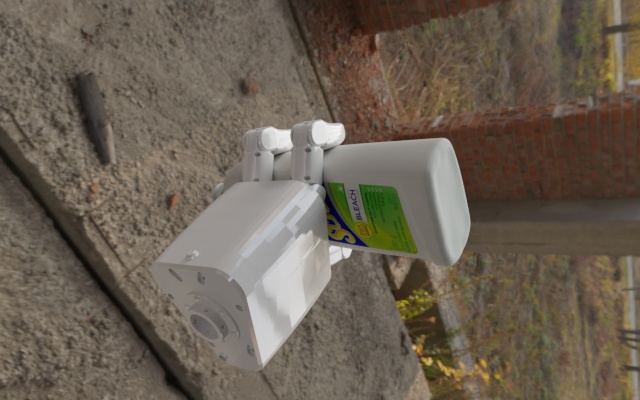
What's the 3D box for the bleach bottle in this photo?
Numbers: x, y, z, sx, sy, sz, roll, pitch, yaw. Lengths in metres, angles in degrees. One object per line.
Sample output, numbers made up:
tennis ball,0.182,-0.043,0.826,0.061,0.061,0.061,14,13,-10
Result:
bleach bottle,0.000,0.001,0.442,0.251,0.103,0.068,-1,33,35
